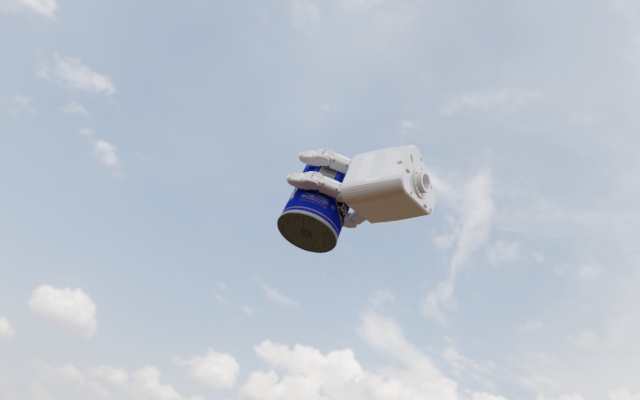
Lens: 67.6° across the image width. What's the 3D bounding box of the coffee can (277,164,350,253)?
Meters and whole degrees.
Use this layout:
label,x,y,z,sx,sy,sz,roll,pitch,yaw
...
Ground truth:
label,x,y,z,sx,sy,sz,roll,pitch,yaw
coffee can,0.000,0.003,0.806,0.103,0.140,0.103,15,-37,12
